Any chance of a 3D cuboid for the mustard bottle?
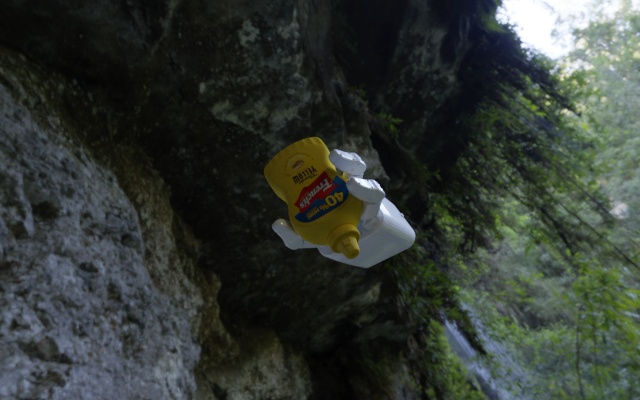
[{"bbox_3d":[0.000,0.002,0.632,0.096,0.191,0.058,-30,-38,-2],"label":"mustard bottle"}]
